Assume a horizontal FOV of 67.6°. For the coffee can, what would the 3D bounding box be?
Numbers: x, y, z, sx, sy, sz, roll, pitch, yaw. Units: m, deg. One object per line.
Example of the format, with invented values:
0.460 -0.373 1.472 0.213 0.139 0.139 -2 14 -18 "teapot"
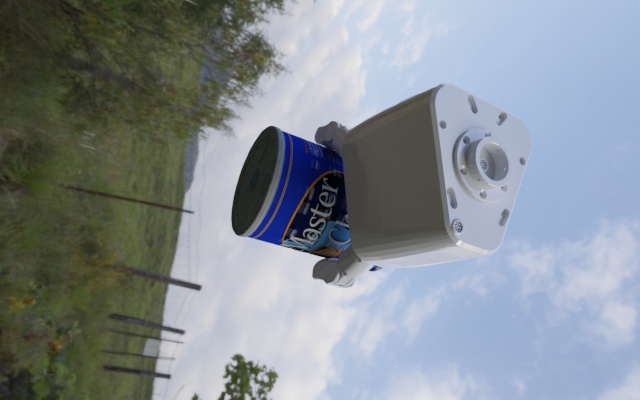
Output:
0.000 0.002 0.453 0.140 0.103 0.103 18 -8 -24 "coffee can"
